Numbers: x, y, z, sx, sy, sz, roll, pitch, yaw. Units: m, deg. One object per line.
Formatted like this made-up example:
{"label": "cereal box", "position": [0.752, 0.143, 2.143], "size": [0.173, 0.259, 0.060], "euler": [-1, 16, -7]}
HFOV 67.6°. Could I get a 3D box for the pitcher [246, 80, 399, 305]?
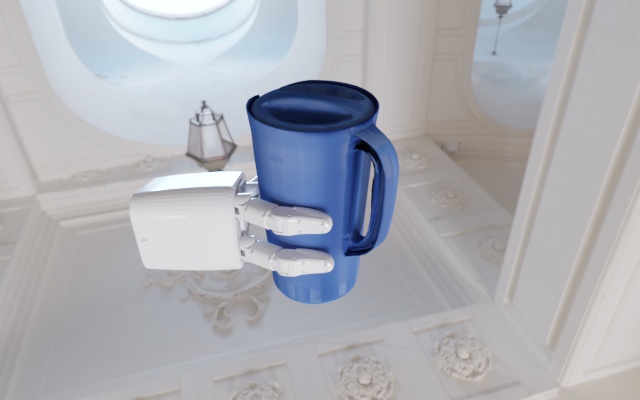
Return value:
{"label": "pitcher", "position": [0.000, 0.002, 0.532], "size": [0.145, 0.243, 0.149], "euler": [-1, 34, 0]}
